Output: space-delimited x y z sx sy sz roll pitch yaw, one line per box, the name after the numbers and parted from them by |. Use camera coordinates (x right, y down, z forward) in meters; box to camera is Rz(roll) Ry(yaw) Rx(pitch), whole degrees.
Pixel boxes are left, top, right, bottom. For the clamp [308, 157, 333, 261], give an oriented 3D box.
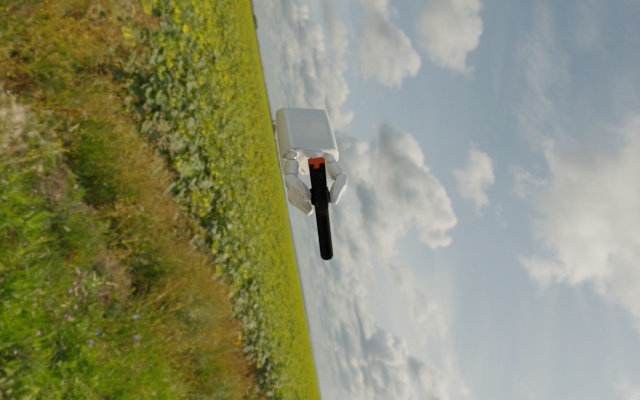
0.001 0.002 0.865 0.036 0.164 0.210 -8 -29 -3 | clamp
